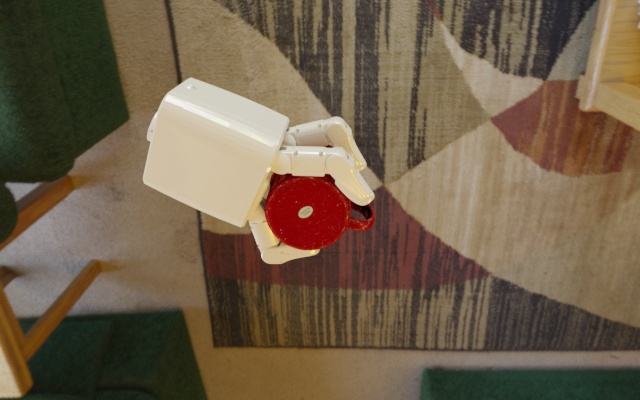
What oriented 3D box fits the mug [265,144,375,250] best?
[{"bbox_3d":[0.001,0.002,0.482,0.117,0.093,0.081,23,24,-8],"label":"mug"}]
